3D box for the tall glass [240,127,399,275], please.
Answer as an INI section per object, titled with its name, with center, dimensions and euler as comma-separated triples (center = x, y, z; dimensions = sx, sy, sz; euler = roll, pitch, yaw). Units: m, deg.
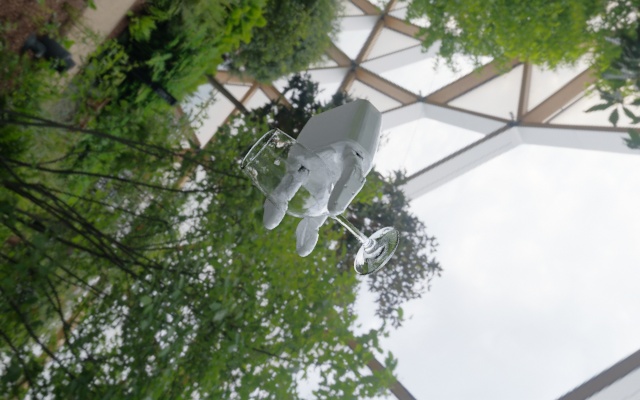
[tall glass]
center = 0.001, 0.002, 0.571
dimensions = 0.201, 0.079, 0.079
euler = 41, -16, -19
